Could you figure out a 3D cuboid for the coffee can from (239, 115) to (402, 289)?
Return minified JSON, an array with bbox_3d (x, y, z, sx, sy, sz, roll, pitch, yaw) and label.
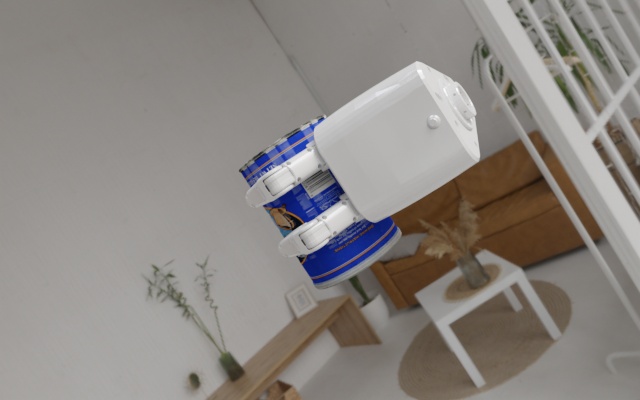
[{"bbox_3d":[0.000,0.002,0.476,0.103,0.140,0.103,-33,4,2],"label":"coffee can"}]
